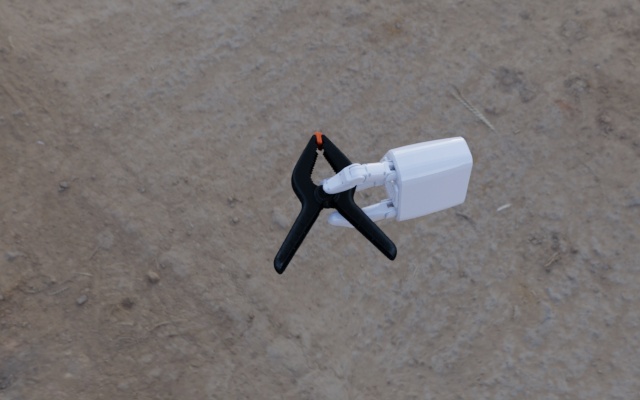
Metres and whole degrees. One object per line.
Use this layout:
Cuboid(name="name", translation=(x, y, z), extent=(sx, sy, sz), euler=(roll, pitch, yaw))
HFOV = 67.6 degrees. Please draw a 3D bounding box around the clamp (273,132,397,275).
Cuboid(name="clamp", translation=(0.000, 0.001, 0.667), extent=(0.164, 0.210, 0.036), euler=(-13, -23, -6))
